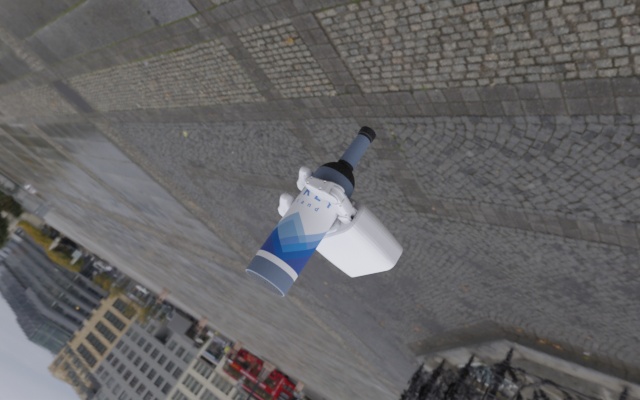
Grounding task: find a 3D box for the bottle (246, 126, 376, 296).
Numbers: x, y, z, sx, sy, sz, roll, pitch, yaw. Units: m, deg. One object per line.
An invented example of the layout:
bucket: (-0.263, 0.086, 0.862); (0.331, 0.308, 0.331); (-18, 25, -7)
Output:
bottle: (0.000, 0.002, 0.719); (0.069, 0.295, 0.069); (30, -21, 13)
